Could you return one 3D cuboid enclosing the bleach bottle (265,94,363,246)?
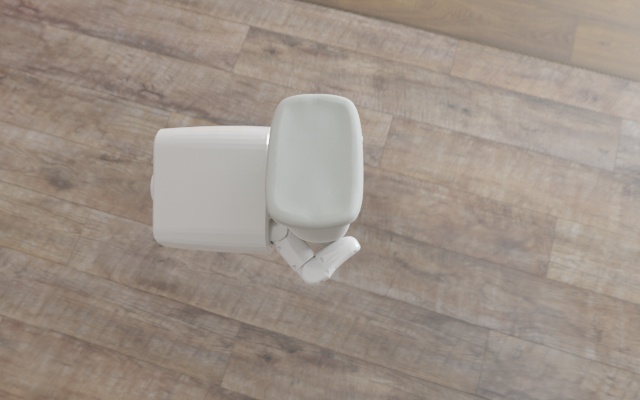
[{"bbox_3d":[0.000,0.001,0.445,0.068,0.102,0.251,1,-15,2],"label":"bleach bottle"}]
